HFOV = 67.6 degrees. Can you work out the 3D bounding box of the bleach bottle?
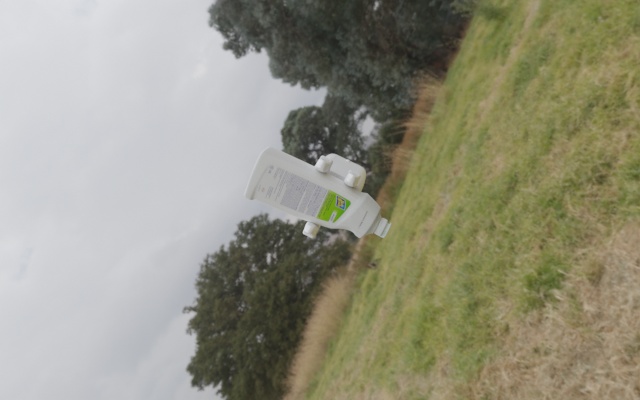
[{"bbox_3d":[0.000,0.003,0.830,0.251,0.103,0.068,27,25,4],"label":"bleach bottle"}]
